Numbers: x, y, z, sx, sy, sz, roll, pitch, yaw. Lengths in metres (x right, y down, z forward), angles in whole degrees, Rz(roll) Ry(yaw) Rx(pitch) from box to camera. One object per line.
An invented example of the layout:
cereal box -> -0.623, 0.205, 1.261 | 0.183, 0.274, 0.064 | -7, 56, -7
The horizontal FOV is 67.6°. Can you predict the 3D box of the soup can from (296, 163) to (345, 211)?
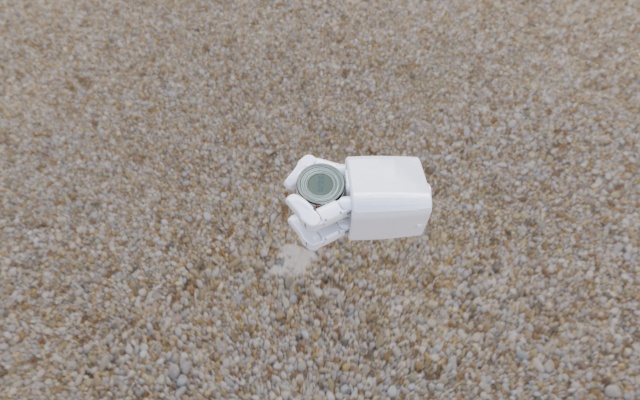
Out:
soup can -> 0.000, 0.002, 0.682 | 0.068, 0.068, 0.102 | 0, -30, -1
